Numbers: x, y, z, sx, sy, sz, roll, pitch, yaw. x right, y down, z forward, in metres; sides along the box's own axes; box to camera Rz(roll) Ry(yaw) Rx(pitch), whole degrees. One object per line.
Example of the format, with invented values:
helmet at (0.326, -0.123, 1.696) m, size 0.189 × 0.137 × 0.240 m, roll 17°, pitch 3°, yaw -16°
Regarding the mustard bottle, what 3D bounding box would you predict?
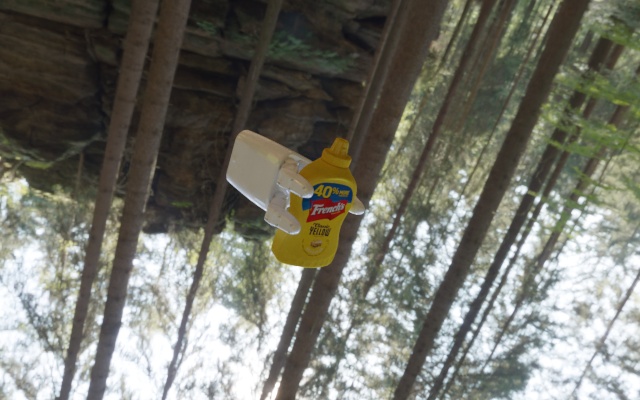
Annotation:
mustard bottle at (0.000, 0.003, 0.682) m, size 0.096 × 0.192 × 0.058 m, roll 8°, pitch 22°, yaw -29°
